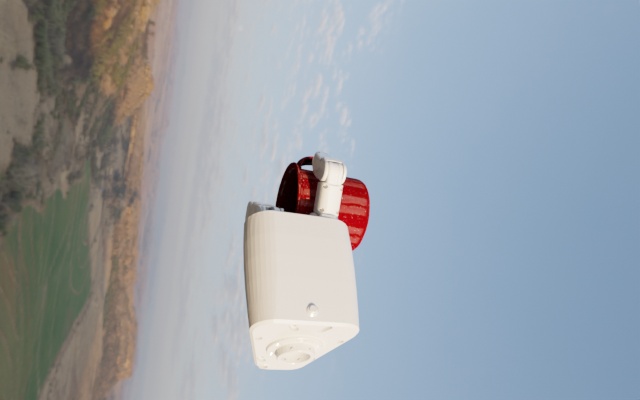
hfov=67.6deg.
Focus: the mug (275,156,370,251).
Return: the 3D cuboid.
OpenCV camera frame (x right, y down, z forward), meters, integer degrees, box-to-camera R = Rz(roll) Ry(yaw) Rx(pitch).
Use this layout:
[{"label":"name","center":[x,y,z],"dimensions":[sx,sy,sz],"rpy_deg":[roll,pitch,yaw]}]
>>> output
[{"label":"mug","center":[0.000,0.001,0.521],"dimensions":[0.081,0.117,0.093],"rpy_deg":[9,-38,-18]}]
